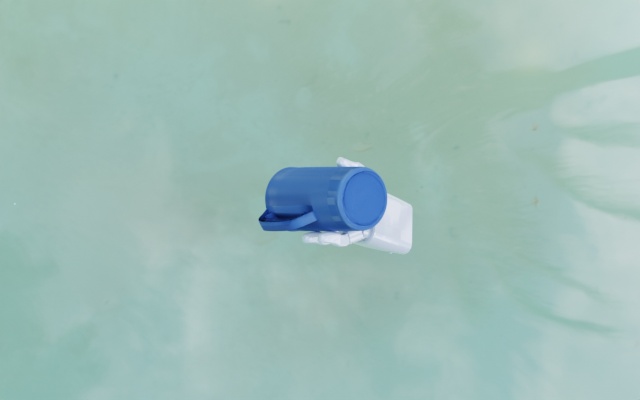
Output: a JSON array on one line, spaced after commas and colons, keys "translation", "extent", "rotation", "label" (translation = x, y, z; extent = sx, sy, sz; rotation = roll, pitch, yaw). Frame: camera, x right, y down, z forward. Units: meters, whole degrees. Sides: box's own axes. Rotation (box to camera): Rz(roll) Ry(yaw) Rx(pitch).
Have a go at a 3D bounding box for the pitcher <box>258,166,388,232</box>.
[{"translation": [0.000, 0.003, 0.881], "extent": [0.145, 0.149, 0.243], "rotation": [20, -11, -32], "label": "pitcher"}]
